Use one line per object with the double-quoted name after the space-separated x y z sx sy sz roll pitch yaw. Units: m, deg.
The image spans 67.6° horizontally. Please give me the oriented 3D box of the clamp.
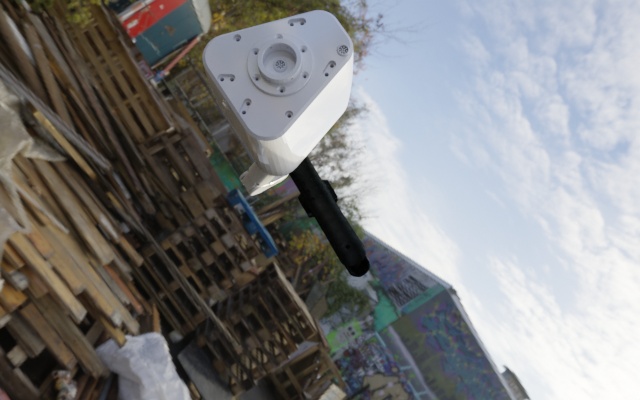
0.001 0.001 0.472 0.039 0.171 0.120 -32 -7 -7 "clamp"
